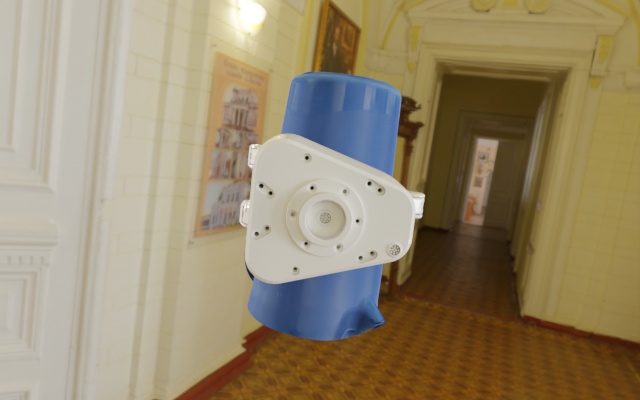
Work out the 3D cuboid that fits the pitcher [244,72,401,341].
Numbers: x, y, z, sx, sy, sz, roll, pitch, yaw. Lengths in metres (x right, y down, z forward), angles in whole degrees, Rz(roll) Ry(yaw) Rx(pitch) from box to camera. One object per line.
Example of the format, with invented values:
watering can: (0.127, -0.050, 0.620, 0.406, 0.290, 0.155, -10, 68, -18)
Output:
pitcher: (0.000, 0.002, 0.482, 0.149, 0.243, 0.145, 8, 7, -3)
